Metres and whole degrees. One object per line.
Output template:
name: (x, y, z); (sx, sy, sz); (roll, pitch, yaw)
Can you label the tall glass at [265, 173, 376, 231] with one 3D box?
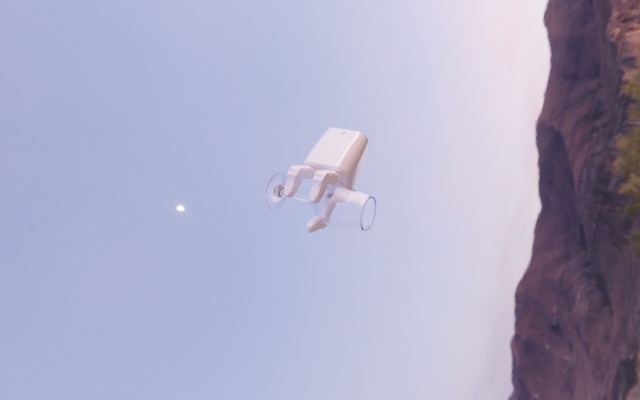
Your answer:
tall glass: (-0.001, 0.003, 0.886); (0.201, 0.079, 0.079); (14, 7, 29)
